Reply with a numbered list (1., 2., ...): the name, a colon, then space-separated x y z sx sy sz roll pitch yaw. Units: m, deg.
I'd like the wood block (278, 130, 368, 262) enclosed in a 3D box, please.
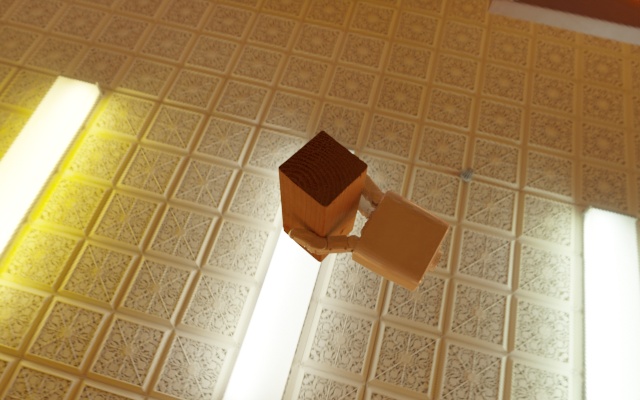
1. wood block: 0.000 0.003 0.730 0.090 0.090 0.206 40 -23 17
